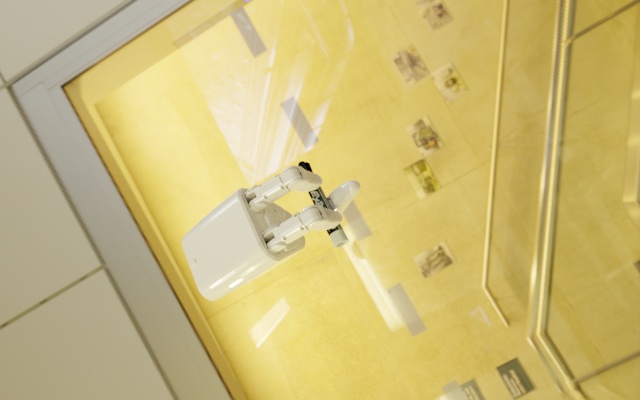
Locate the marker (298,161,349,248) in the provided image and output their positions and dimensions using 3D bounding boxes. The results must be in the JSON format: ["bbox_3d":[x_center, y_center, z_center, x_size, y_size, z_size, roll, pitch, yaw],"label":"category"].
[{"bbox_3d":[0.000,0.002,0.583,0.020,0.121,0.020,-22,-23,-10],"label":"marker"}]
